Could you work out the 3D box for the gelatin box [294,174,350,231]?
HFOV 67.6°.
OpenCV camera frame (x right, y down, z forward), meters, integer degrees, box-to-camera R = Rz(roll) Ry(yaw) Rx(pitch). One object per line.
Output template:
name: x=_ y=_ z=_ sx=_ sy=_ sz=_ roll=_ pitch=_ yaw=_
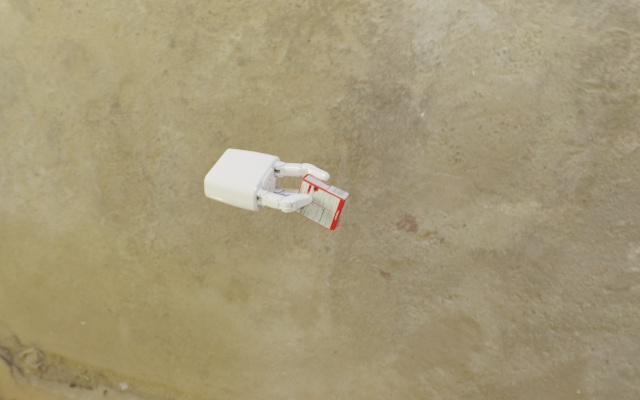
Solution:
gelatin box: x=0.000 y=0.003 z=0.870 sx=0.089 sy=0.073 sz=0.030 roll=27 pitch=33 yaw=13
